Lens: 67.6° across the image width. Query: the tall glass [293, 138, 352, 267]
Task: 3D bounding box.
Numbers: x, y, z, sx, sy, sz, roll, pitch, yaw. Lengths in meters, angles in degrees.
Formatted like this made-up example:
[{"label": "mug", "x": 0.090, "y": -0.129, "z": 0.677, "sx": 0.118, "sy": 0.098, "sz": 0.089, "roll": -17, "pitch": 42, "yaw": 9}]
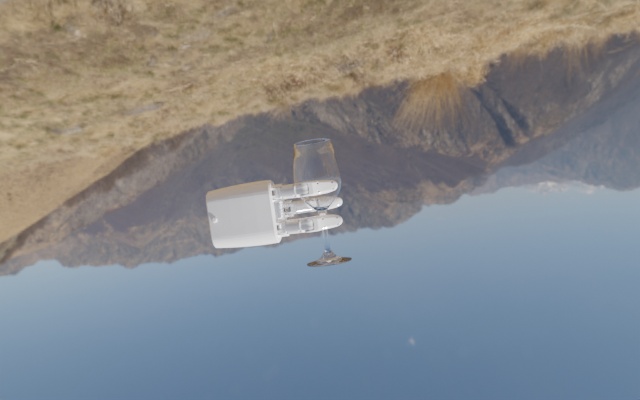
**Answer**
[{"label": "tall glass", "x": 0.000, "y": 0.003, "z": 0.779, "sx": 0.079, "sy": 0.201, "sz": 0.079, "roll": -8, "pitch": 0, "yaw": 0}]
